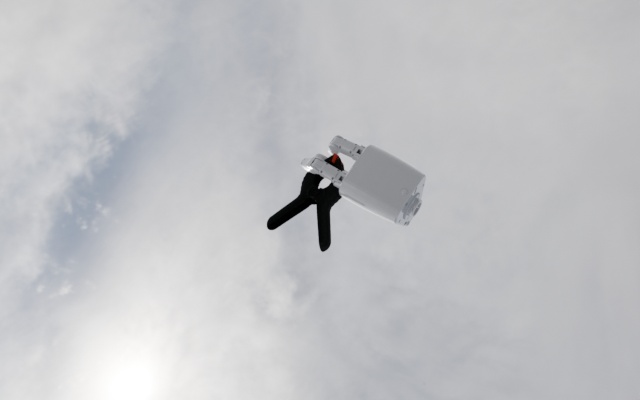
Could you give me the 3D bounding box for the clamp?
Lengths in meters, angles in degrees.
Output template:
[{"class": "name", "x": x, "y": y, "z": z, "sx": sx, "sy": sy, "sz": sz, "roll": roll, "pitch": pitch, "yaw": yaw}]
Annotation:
[{"class": "clamp", "x": 0.000, "y": 0.003, "z": 0.798, "sx": 0.120, "sy": 0.171, "sz": 0.039, "roll": 31, "pitch": -11, "yaw": 23}]
